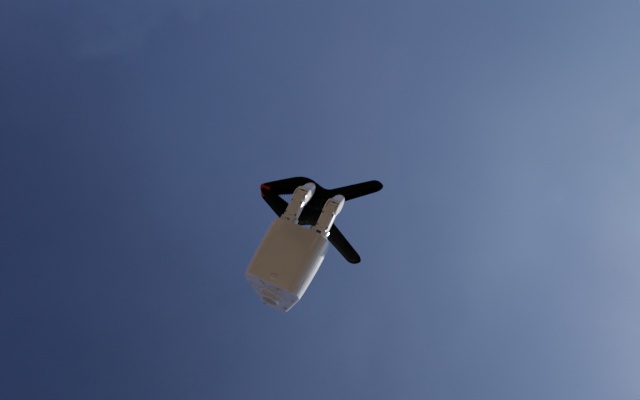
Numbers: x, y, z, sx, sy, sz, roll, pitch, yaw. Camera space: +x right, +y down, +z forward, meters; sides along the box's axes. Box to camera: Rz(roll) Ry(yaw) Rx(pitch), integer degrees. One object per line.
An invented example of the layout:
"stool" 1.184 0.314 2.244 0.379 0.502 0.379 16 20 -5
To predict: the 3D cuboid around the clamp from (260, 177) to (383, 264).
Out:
"clamp" -0.001 0.003 0.827 0.210 0.164 0.036 22 -31 11
